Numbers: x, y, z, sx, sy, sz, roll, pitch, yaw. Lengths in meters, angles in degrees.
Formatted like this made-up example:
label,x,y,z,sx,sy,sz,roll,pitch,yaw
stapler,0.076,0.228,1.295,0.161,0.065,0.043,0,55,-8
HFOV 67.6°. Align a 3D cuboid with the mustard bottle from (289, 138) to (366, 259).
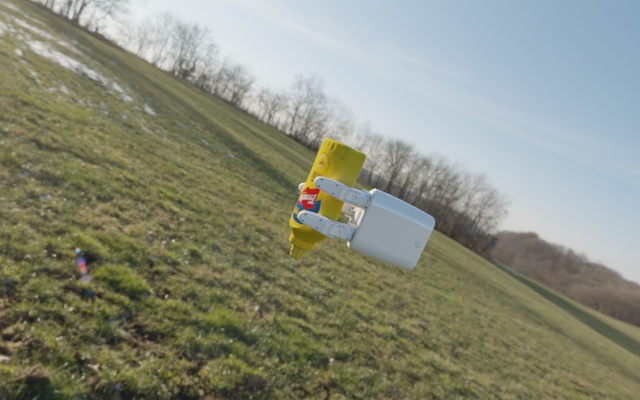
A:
label,x,y,z,sx,sy,sz,roll,pitch,yaw
mustard bottle,0.000,0.002,0.740,0.058,0.191,0.096,21,7,-30
